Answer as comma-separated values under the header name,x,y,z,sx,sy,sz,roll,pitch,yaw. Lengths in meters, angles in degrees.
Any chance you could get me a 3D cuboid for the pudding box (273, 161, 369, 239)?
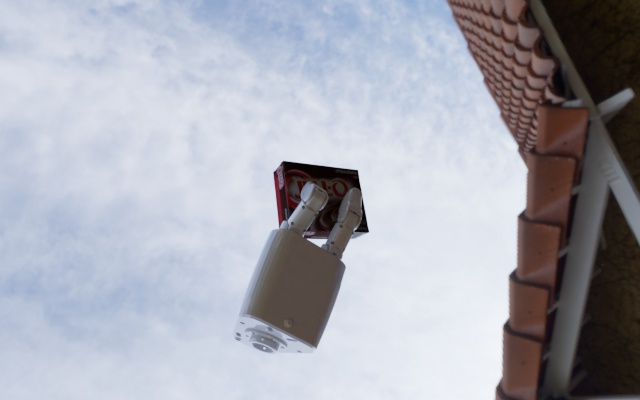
name,x,y,z,sx,sy,sz,roll,pitch,yaw
pudding box,0.000,0.002,0.600,0.113,0.090,0.039,5,-25,-31
